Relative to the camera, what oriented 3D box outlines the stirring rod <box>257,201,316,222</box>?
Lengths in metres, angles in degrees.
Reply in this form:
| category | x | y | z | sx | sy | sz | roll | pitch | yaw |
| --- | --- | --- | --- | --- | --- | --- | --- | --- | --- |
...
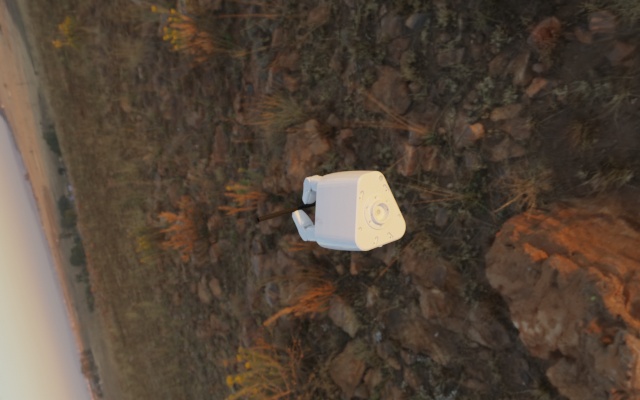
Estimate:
| category | x | y | z | sx | sy | sz | roll | pitch | yaw |
| --- | --- | --- | --- | --- | --- | --- | --- | --- | --- |
| stirring rod | 0.000 | 0.003 | 0.825 | 0.239 | 0.011 | 0.011 | -16 | 8 | -30 |
